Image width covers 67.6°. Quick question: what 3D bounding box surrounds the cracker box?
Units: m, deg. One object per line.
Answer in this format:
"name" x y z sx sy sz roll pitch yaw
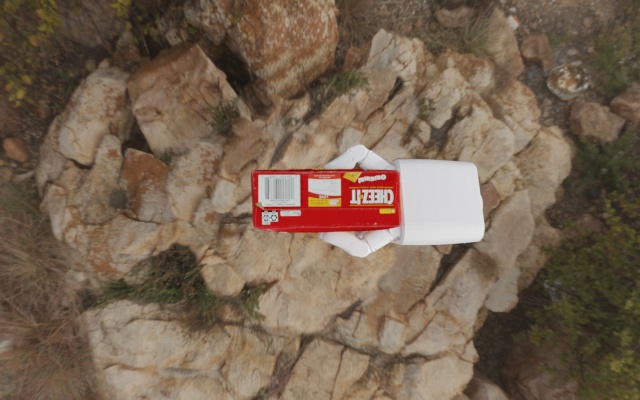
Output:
"cracker box" 0.000 0.002 0.618 0.164 0.072 0.214 -1 -1 -4
